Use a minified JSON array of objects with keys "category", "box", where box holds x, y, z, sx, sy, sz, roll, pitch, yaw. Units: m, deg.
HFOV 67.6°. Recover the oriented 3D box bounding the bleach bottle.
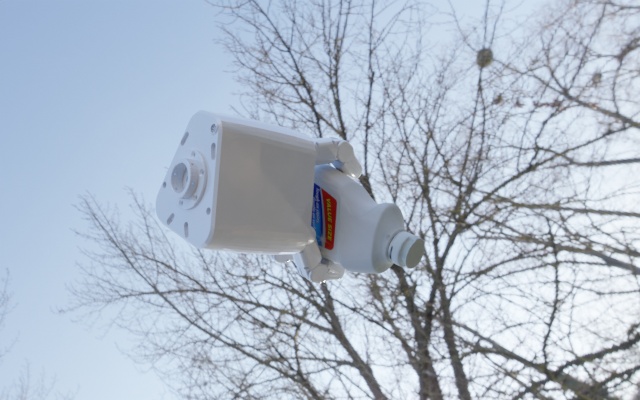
[{"category":"bleach bottle","box":[0.000,0.002,0.502,0.250,0.102,0.068,23,11,41]}]
